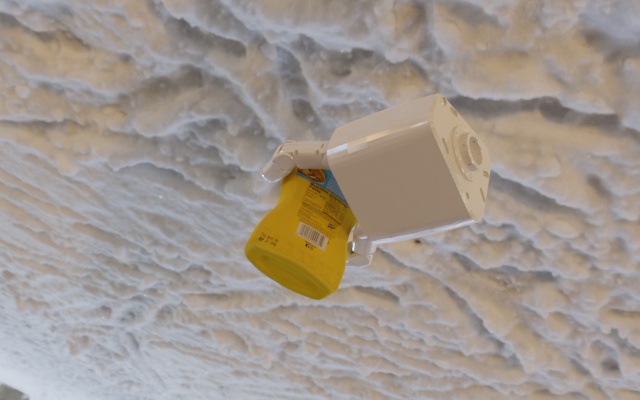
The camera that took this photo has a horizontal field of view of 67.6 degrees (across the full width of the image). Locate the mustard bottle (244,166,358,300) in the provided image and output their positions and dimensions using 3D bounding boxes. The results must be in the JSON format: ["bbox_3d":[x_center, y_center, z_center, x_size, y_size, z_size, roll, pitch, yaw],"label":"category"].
[{"bbox_3d":[0.000,0.002,0.506,0.096,0.191,0.058,32,-39,-10],"label":"mustard bottle"}]
